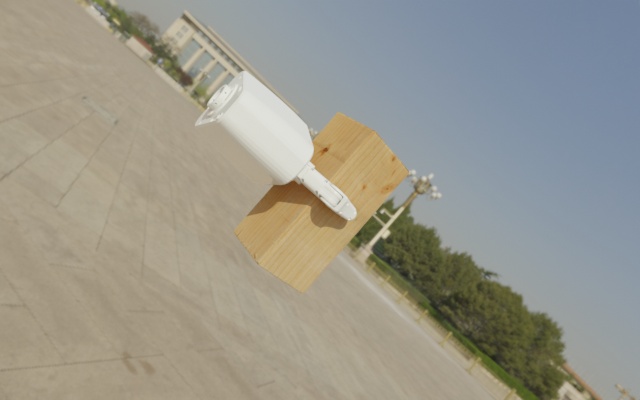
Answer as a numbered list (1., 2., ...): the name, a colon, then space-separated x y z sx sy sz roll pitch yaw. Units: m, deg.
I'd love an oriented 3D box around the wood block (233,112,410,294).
1. wood block: 0.000 0.002 0.609 0.090 0.206 0.090 42 -1 -39
